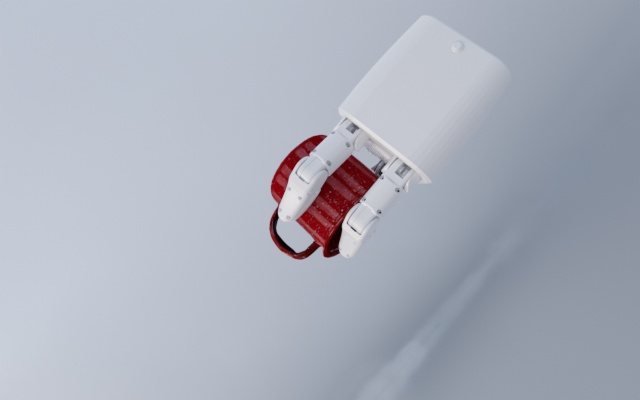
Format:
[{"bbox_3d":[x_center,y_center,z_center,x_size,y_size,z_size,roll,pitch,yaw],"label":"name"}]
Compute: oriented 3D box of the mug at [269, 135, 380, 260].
[{"bbox_3d":[-0.001,0.002,0.447,0.081,0.117,0.093,42,2,19],"label":"mug"}]
